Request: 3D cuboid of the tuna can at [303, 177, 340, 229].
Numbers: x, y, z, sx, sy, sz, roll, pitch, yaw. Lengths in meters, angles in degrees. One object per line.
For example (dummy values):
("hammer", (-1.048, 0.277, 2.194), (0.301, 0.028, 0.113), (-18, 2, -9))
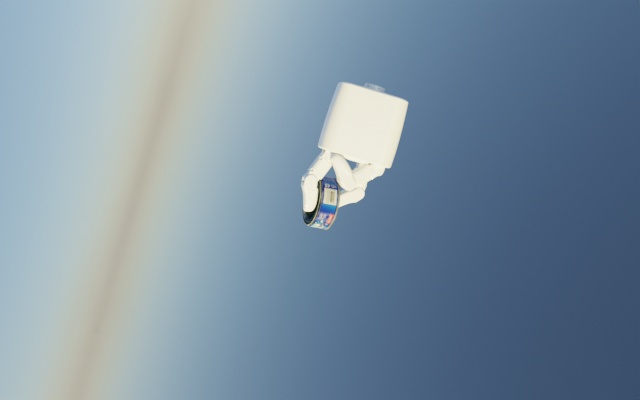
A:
("tuna can", (0.000, 0.003, 0.781), (0.034, 0.086, 0.086), (11, -4, -20))
